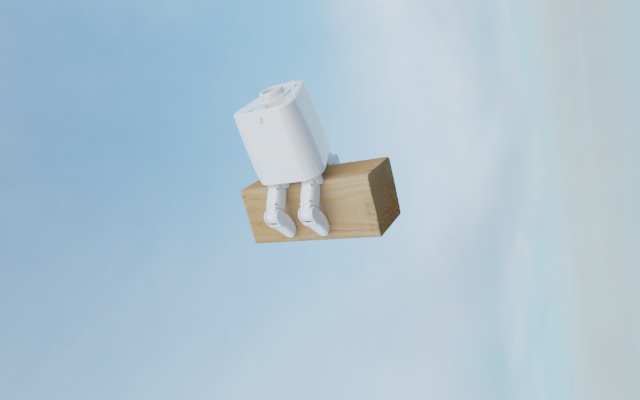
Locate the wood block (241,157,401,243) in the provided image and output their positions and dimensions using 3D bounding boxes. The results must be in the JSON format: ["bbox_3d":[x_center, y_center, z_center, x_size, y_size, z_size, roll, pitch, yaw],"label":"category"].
[{"bbox_3d":[0.000,0.002,0.702,0.206,0.090,0.090,-5,18,30],"label":"wood block"}]
